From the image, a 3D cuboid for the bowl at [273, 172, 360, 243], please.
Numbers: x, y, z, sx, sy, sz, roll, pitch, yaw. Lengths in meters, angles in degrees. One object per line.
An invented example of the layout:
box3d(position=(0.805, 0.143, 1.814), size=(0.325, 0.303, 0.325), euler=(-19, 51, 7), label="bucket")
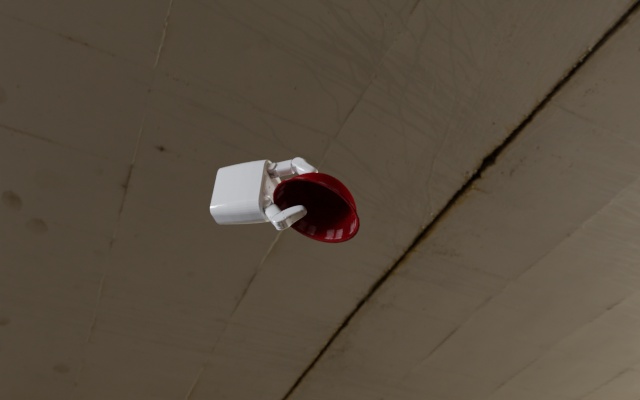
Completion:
box3d(position=(0.002, 0.003, 0.840), size=(0.162, 0.055, 0.162), euler=(17, -39, 14), label="bowl")
